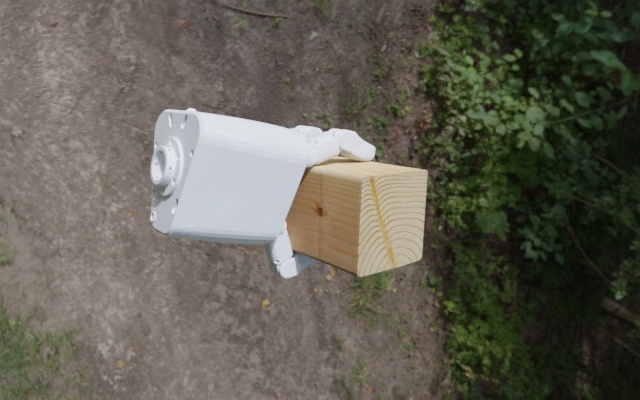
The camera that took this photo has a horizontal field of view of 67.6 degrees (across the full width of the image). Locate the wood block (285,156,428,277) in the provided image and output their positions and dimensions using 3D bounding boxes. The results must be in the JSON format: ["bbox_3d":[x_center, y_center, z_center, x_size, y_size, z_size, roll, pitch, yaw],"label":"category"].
[{"bbox_3d":[0.000,0.002,0.503,0.090,0.091,0.206,-8,16,-39],"label":"wood block"}]
